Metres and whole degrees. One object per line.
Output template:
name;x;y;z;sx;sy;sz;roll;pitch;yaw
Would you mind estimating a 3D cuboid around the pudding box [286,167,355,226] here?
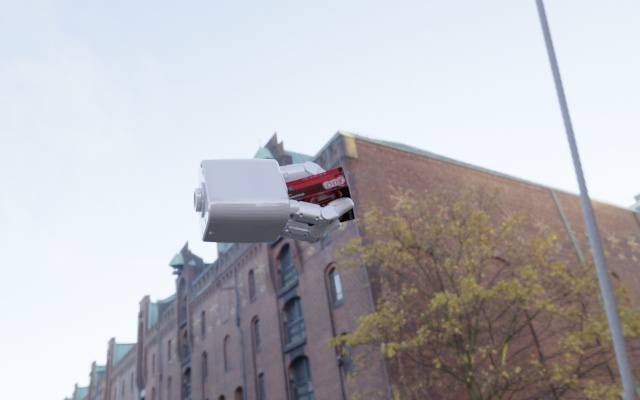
pudding box;0.000;0.002;0.704;0.090;0.039;0.113;-15;-26;2
